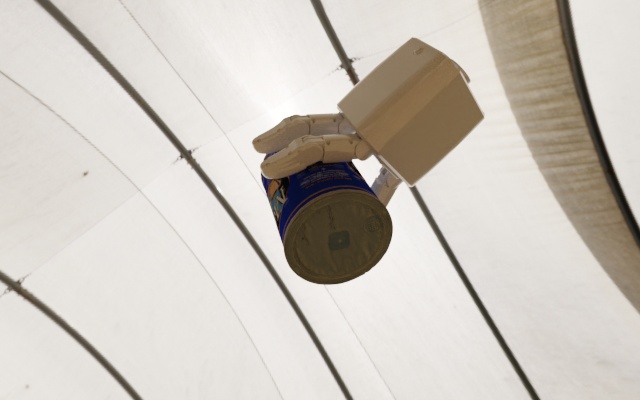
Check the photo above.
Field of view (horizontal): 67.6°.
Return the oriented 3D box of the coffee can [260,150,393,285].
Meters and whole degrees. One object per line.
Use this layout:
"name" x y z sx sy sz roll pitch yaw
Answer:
"coffee can" 0.000 0.002 0.486 0.103 0.103 0.140 0 31 -17
